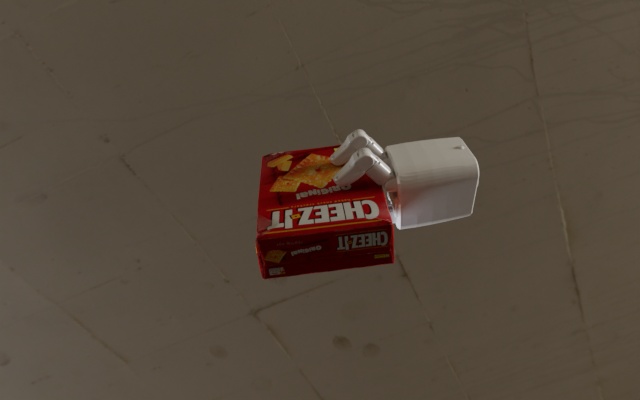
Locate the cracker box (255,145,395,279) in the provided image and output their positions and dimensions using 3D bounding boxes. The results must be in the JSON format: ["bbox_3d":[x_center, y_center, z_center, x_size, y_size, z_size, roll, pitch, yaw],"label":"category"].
[{"bbox_3d":[0.000,0.002,0.649,0.164,0.072,0.213,-7,33,0],"label":"cracker box"}]
